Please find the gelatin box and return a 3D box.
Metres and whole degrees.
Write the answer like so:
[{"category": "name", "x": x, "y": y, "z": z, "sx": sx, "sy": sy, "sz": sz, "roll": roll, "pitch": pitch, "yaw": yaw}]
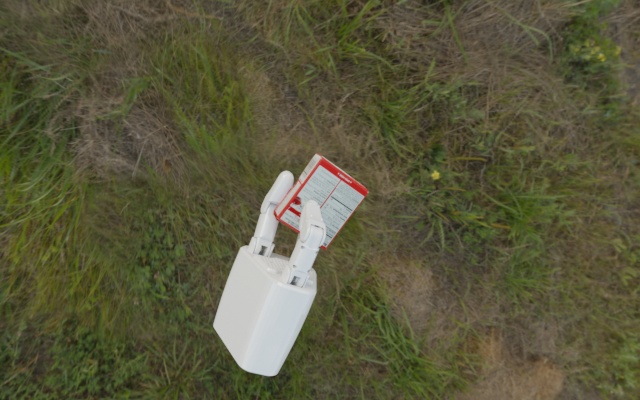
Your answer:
[{"category": "gelatin box", "x": 0.000, "y": 0.002, "z": 0.557, "sx": 0.073, "sy": 0.089, "sz": 0.030, "roll": 34, "pitch": 8, "yaw": -22}]
